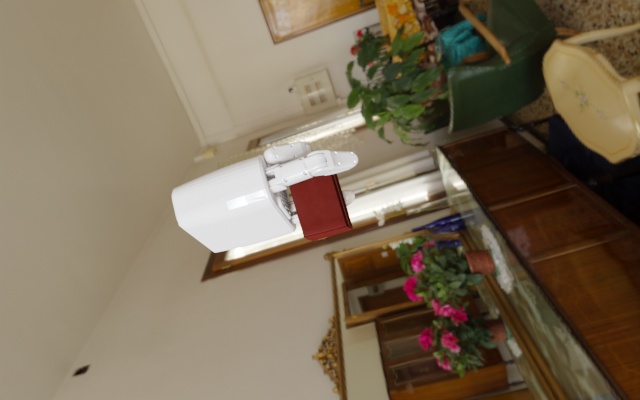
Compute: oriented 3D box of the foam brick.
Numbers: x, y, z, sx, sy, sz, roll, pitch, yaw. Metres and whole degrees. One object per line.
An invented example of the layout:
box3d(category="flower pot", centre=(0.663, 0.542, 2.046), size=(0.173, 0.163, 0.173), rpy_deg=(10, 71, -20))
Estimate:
box3d(category="foam brick", centre=(0.000, 0.002, 0.537), size=(0.051, 0.078, 0.053), rpy_deg=(-18, -11, 6))
